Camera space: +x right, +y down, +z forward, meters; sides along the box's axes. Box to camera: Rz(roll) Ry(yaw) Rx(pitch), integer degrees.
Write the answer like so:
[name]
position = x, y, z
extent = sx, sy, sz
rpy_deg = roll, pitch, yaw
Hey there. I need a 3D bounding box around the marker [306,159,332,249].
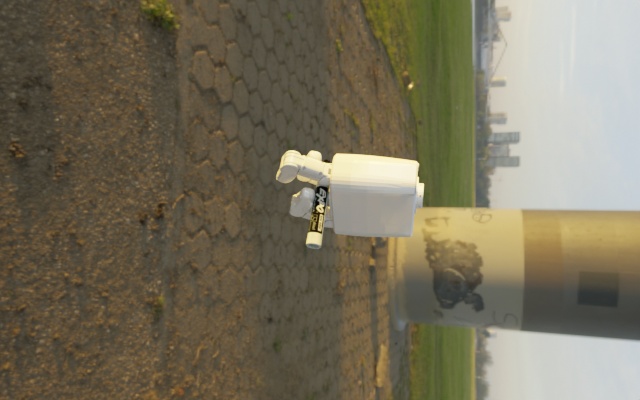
[marker]
position = 0.000, 0.002, 0.606
extent = 0.020, 0.121, 0.020
rpy_deg = 7, -25, 4
